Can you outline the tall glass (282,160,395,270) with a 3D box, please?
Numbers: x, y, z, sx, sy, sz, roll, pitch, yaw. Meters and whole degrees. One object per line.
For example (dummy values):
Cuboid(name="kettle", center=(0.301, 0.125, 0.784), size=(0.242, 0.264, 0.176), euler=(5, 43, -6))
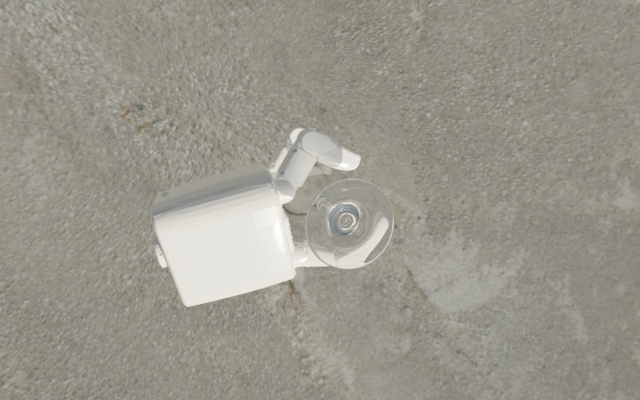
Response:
Cuboid(name="tall glass", center=(0.000, 0.002, 0.471), size=(0.079, 0.079, 0.201), euler=(0, 10, -14))
